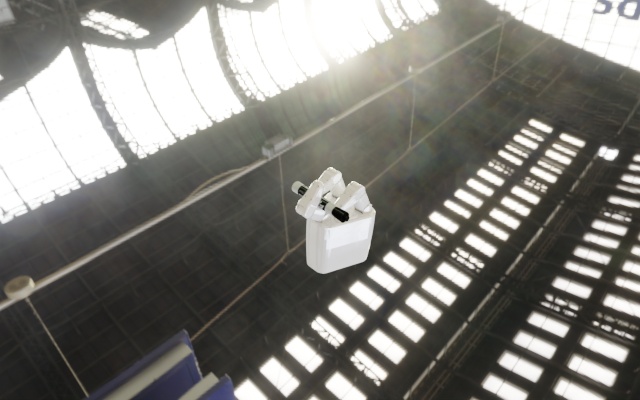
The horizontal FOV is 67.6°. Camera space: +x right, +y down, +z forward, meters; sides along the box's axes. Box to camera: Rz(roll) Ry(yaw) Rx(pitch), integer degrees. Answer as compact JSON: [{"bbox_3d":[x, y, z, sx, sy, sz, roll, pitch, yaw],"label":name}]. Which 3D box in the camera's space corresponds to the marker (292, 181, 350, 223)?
[{"bbox_3d":[0.000,0.002,0.761,0.121,0.020,0.020,32,20,36],"label":"marker"}]
